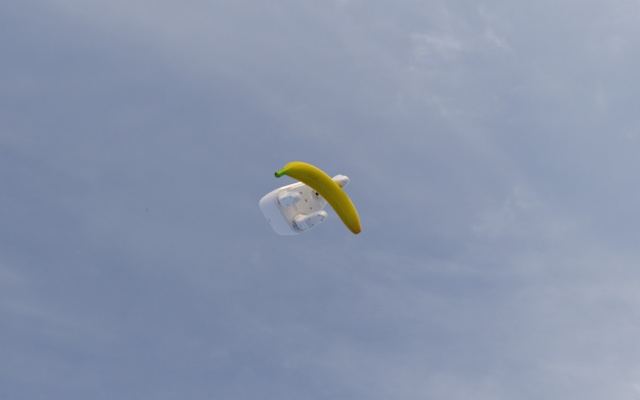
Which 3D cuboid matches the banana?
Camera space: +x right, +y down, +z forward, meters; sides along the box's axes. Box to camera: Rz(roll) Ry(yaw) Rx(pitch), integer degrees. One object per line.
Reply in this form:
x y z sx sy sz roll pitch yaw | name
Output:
0.004 -0.014 0.868 0.198 0.069 0.037 35 -29 -19 | banana
